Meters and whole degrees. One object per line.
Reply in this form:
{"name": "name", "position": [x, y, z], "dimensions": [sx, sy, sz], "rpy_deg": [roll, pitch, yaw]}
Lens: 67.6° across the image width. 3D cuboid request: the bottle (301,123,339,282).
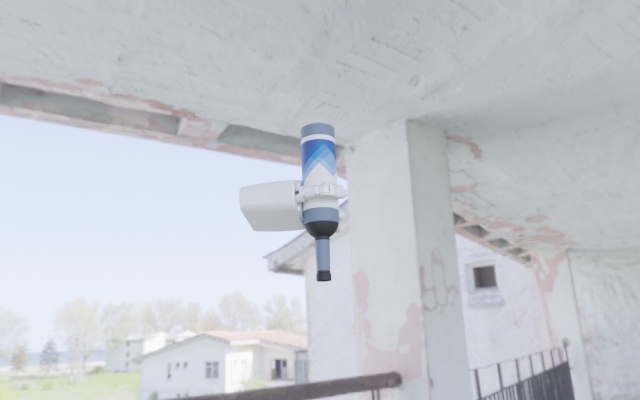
{"name": "bottle", "position": [0.000, 0.003, 0.895], "dimensions": [0.069, 0.295, 0.069], "rpy_deg": [-2, -16, -1]}
